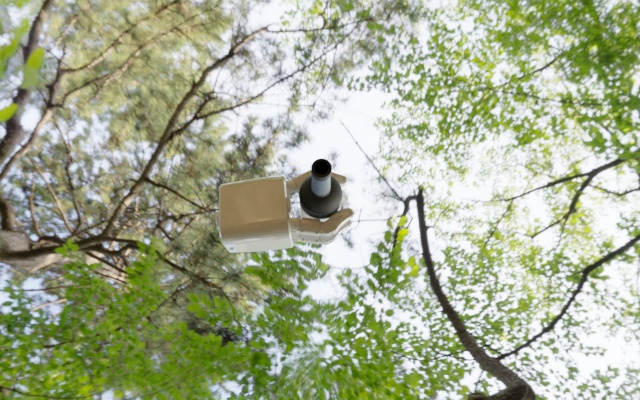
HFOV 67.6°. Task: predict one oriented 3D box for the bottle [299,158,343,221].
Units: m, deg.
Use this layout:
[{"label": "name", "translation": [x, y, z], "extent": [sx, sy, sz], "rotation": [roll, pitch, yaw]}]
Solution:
[{"label": "bottle", "translation": [0.000, 0.003, 0.760], "extent": [0.069, 0.069, 0.296], "rotation": [0, -18, -1]}]
